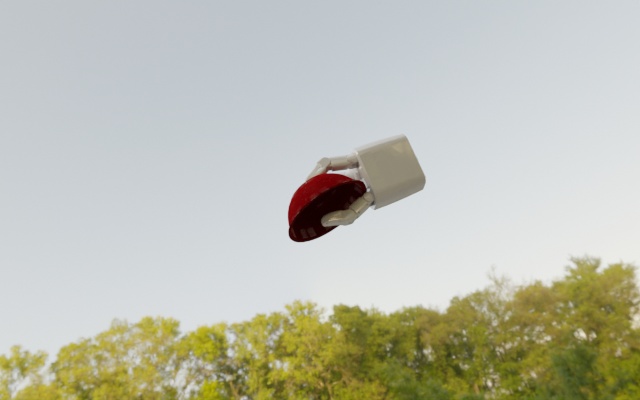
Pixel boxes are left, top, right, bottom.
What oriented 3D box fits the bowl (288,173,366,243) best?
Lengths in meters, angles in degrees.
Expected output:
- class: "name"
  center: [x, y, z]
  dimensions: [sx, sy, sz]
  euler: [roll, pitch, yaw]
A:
- class: "bowl"
  center: [-0.001, 0.003, 0.842]
  dimensions: [0.162, 0.055, 0.162]
  euler: [-29, -26, -16]
